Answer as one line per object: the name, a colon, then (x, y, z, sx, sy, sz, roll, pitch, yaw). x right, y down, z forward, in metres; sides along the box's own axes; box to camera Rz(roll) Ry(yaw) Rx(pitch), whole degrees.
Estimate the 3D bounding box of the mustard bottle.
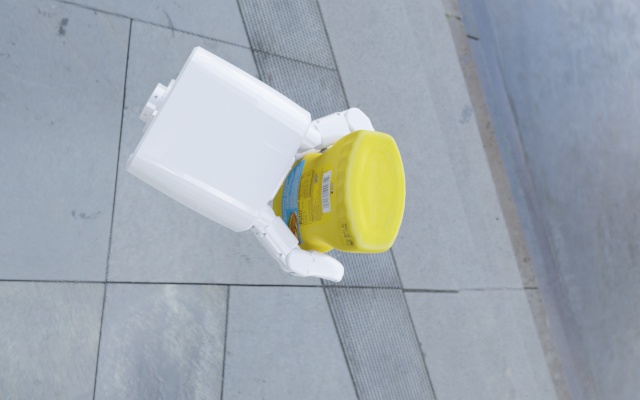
mustard bottle: (0.000, 0.002, 0.446, 0.058, 0.096, 0.191, 4, -8, -27)
